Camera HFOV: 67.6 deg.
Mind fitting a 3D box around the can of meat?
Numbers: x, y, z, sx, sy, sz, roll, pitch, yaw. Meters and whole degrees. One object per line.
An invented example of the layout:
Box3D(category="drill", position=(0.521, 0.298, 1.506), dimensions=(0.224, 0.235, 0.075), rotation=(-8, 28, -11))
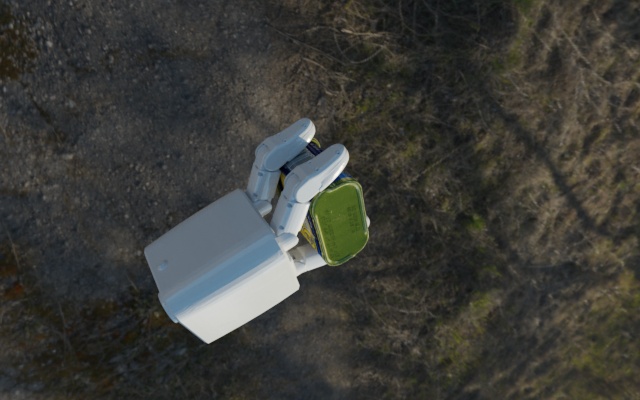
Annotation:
Box3D(category="can of meat", position=(0.000, 0.002, 0.463), dimensions=(0.057, 0.102, 0.084), rotation=(-28, 44, -14))
